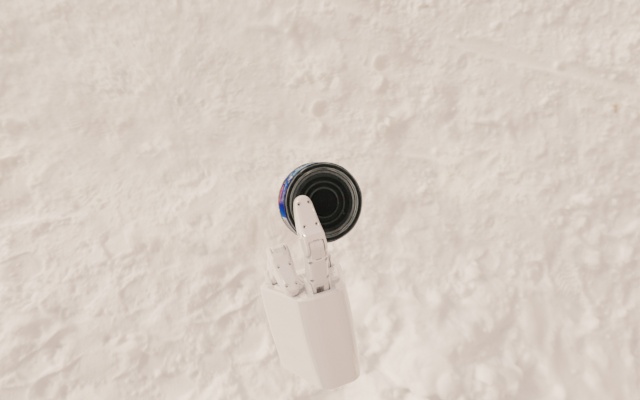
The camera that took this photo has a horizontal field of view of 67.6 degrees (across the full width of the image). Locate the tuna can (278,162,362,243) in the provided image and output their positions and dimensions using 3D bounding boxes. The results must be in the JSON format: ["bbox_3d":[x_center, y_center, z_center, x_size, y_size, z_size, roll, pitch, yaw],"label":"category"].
[{"bbox_3d":[0.000,0.002,0.505,0.086,0.086,0.034,0,3,-15],"label":"tuna can"}]
